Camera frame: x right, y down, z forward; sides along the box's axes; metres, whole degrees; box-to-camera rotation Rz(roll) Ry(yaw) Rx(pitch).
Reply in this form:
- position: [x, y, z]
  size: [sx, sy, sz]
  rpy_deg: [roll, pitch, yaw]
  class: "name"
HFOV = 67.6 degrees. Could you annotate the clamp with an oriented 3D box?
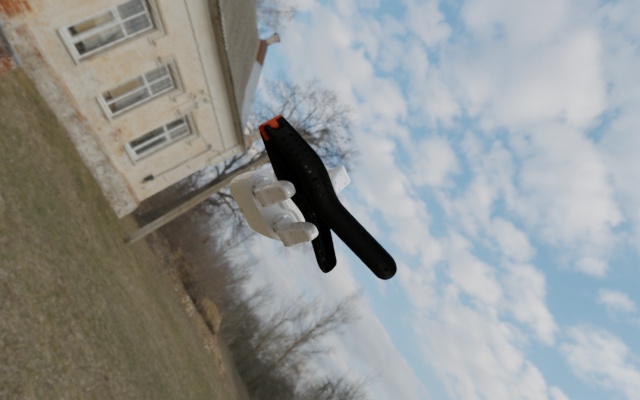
- position: [0.000, 0.001, 0.533]
  size: [0.036, 0.210, 0.164]
  rpy_deg: [-33, 15, -24]
  class: "clamp"
